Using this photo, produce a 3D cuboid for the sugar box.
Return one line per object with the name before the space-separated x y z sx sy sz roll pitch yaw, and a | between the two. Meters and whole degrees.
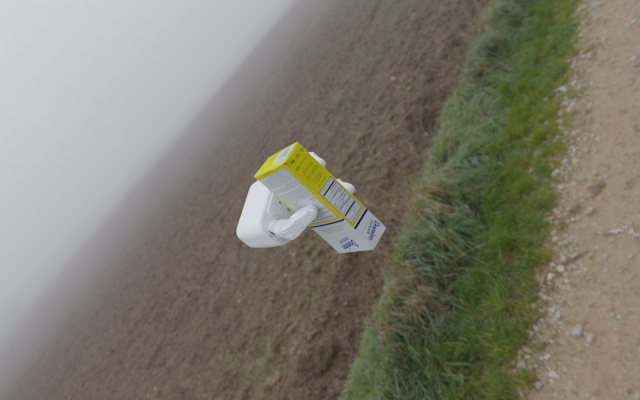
sugar box | 0.000 0.002 0.666 0.176 0.048 0.093 41 -26 -19
